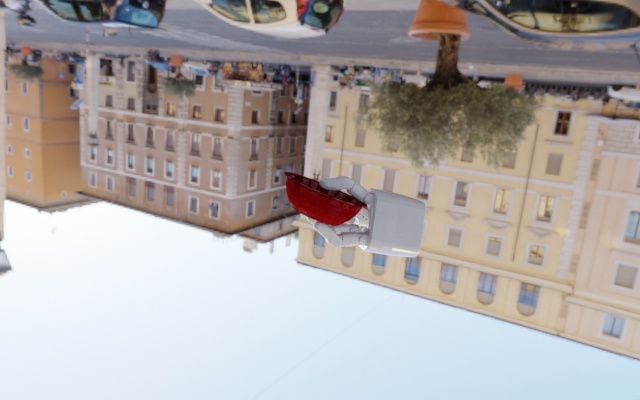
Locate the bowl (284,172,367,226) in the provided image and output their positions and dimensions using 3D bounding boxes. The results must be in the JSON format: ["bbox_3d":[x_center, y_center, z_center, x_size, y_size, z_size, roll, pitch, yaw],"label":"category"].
[{"bbox_3d":[-0.001,0.003,0.862,0.162,0.055,0.162,22,7,-3],"label":"bowl"}]
